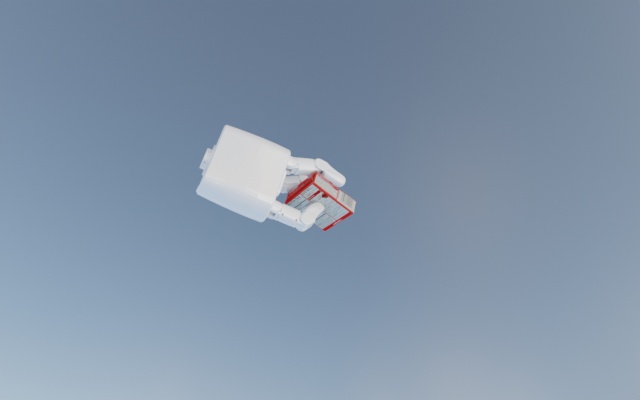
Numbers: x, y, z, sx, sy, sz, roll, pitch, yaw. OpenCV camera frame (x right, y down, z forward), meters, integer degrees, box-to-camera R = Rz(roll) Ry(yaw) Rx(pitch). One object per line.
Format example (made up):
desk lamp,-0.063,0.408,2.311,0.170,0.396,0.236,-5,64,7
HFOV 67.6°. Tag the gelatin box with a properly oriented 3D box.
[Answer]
gelatin box,0.000,0.003,0.762,0.089,0.030,0.073,36,-47,-20
